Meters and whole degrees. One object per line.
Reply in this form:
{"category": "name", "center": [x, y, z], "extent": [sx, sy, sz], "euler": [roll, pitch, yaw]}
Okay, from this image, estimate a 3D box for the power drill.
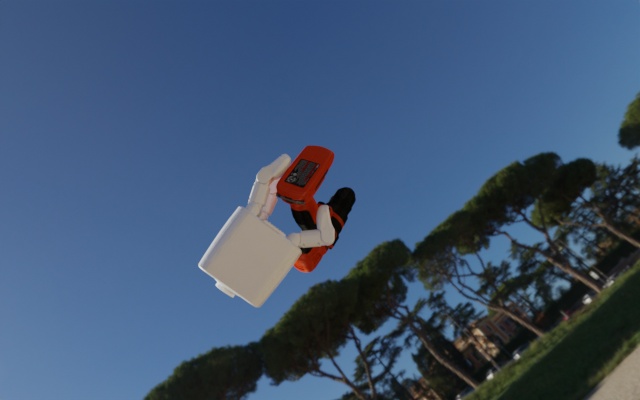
{"category": "power drill", "center": [0.000, 0.002, 0.782], "extent": [0.057, 0.184, 0.188], "euler": [16, -35, 25]}
